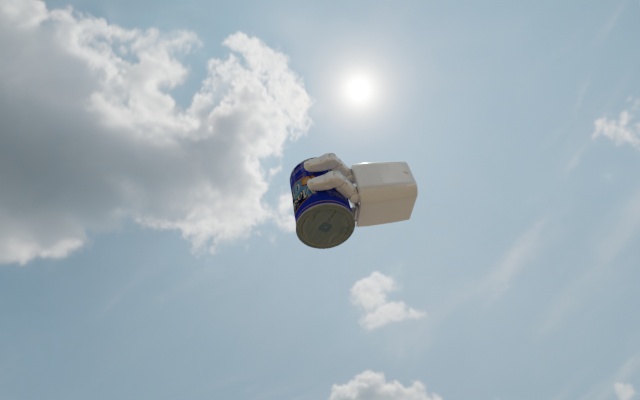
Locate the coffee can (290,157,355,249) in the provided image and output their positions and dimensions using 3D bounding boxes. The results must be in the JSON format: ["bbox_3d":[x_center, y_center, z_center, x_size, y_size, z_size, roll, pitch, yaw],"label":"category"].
[{"bbox_3d":[0.000,0.003,0.865,0.103,0.103,0.140,0,40,-10],"label":"coffee can"}]
